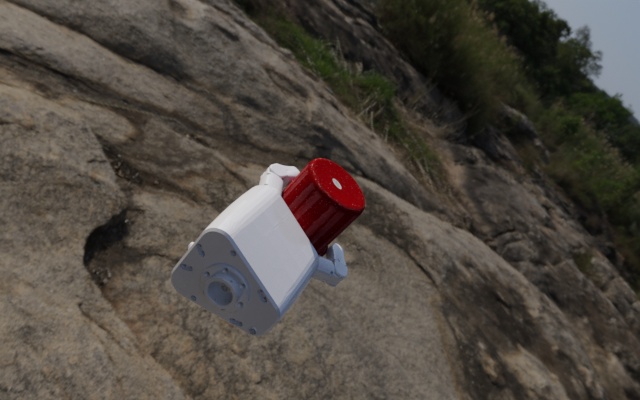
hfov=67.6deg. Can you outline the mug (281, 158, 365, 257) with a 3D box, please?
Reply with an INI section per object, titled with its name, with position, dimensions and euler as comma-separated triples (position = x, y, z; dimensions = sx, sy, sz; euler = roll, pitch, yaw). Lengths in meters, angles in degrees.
[mug]
position = 0.001, 0.001, 0.559
dimensions = 0.081, 0.093, 0.117
euler = -45, 4, 29
